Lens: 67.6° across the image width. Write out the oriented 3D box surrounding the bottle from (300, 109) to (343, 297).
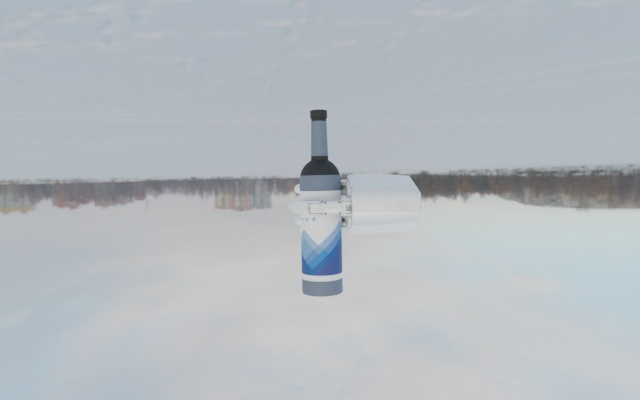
[{"bbox_3d":[0.000,0.003,0.774,0.069,0.296,0.069,-1,3,0],"label":"bottle"}]
